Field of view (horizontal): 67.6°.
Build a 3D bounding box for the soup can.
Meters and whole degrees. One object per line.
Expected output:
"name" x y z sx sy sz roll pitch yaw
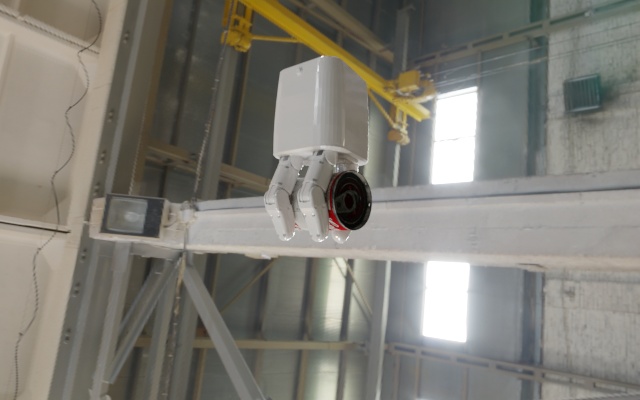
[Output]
"soup can" 0.000 0.002 0.566 0.102 0.068 0.068 -3 -2 43
